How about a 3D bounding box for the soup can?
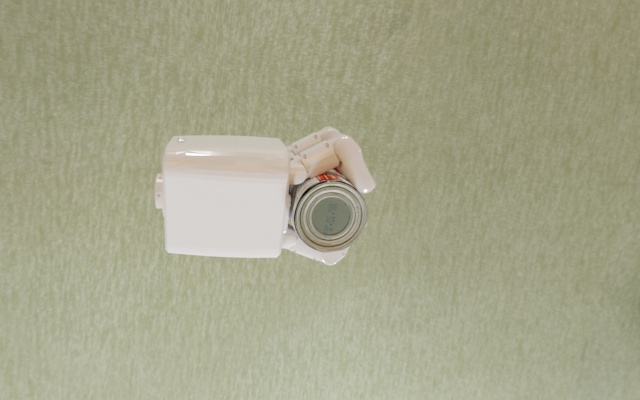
[{"bbox_3d":[0.001,0.002,0.461,0.068,0.068,0.102,0,15,-11],"label":"soup can"}]
